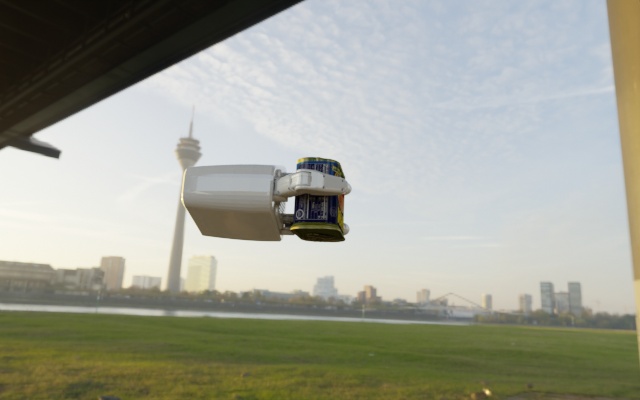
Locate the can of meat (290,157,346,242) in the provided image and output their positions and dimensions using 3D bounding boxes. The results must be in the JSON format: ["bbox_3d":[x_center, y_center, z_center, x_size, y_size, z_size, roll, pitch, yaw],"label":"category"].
[{"bbox_3d":[0.000,0.002,0.576,0.057,0.084,0.102,0,-13,8],"label":"can of meat"}]
